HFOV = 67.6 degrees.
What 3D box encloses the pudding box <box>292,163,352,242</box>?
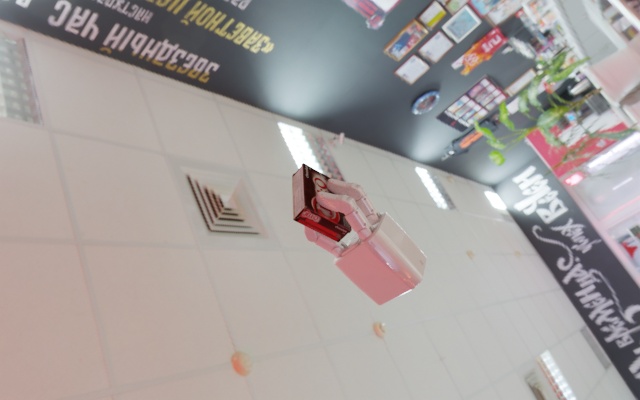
[{"bbox_3d":[0.000,0.003,0.765,0.090,0.113,0.039,29,-59,-27],"label":"pudding box"}]
